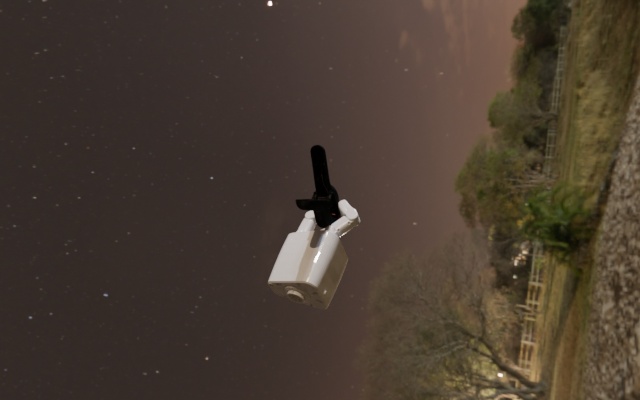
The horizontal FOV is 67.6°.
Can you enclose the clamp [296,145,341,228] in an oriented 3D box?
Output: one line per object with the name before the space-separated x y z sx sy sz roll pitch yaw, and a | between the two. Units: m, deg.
clamp | 0.000 0.003 0.824 0.039 0.120 0.172 7 -38 26
